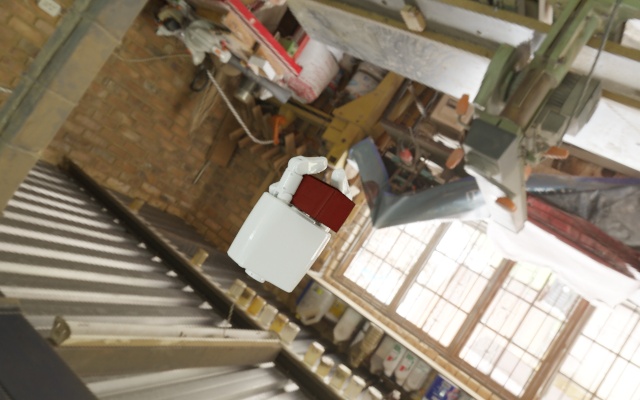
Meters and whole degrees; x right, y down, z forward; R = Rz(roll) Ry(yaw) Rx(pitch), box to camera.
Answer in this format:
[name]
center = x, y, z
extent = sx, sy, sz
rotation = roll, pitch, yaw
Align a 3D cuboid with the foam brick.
[foam brick]
center = 0.000, 0.002, 0.681
extent = 0.053, 0.051, 0.078
rotation = 37, -5, -42
